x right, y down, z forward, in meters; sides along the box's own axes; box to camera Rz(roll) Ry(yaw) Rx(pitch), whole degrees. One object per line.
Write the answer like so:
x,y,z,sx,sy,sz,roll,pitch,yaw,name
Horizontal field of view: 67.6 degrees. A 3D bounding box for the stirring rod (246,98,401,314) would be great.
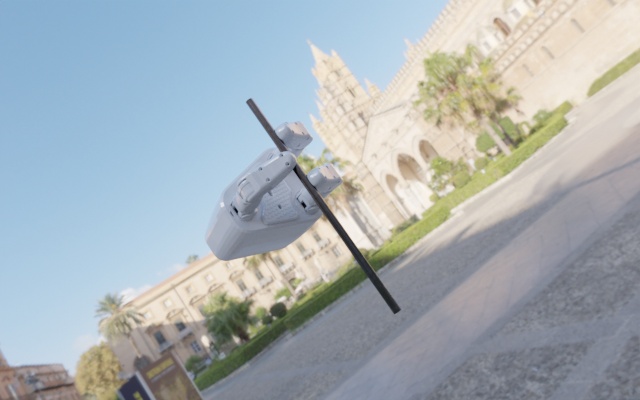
0.000,0.002,0.441,0.011,0.239,0.011,-34,-8,-6,stirring rod
